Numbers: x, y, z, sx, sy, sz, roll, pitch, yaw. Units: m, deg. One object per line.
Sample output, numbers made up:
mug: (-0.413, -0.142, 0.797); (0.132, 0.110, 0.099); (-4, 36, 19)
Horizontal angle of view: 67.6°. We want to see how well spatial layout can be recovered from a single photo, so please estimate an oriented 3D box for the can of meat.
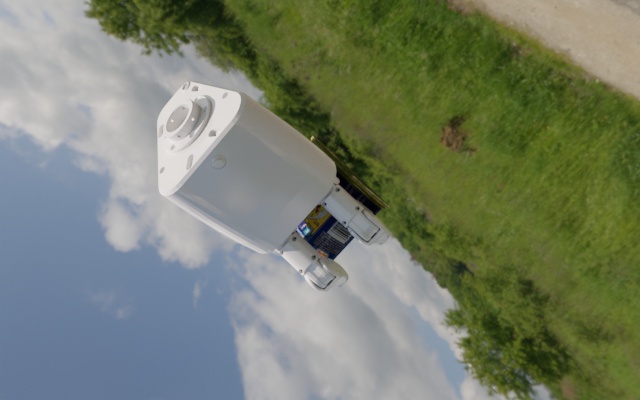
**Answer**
can of meat: (0.000, 0.002, 0.454); (0.057, 0.084, 0.102); (35, 9, -47)
